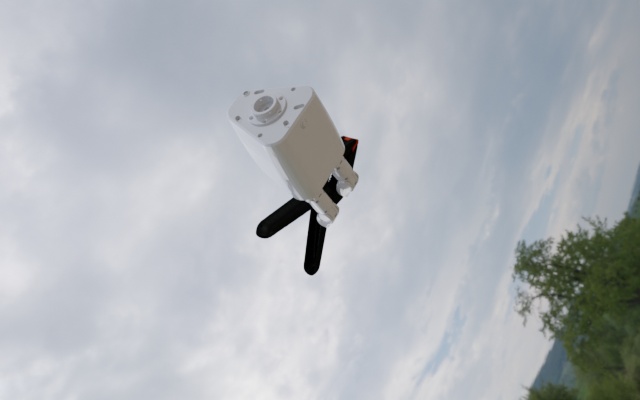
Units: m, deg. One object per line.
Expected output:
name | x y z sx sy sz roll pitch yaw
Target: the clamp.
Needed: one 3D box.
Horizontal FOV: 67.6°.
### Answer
clamp | 0.000 0.001 0.693 0.036 0.210 0.165 20 -23 31
